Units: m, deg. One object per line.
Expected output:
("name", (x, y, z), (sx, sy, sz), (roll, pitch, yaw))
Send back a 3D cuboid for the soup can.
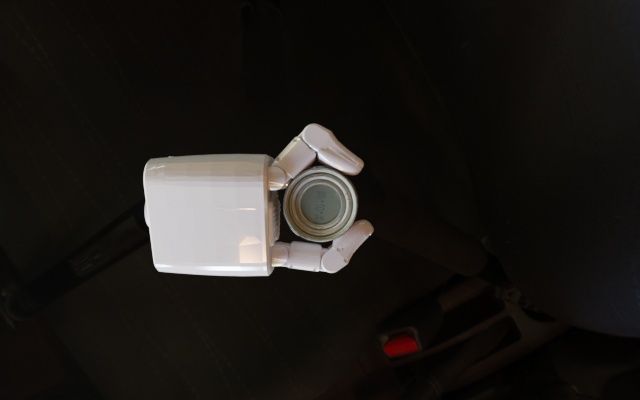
("soup can", (0.001, 0.002, 0.460), (0.068, 0.068, 0.102), (0, 2, 0))
